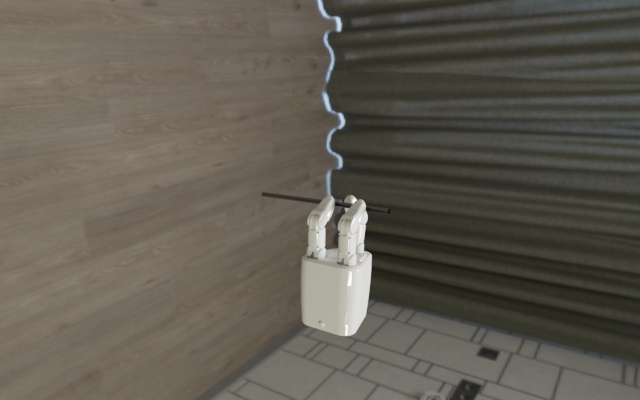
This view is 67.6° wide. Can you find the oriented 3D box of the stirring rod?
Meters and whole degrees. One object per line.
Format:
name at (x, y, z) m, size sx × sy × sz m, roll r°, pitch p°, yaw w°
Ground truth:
stirring rod at (0.000, 0.003, 0.757) m, size 0.239 × 0.011 × 0.011 m, roll 8°, pitch 4°, yaw 34°
